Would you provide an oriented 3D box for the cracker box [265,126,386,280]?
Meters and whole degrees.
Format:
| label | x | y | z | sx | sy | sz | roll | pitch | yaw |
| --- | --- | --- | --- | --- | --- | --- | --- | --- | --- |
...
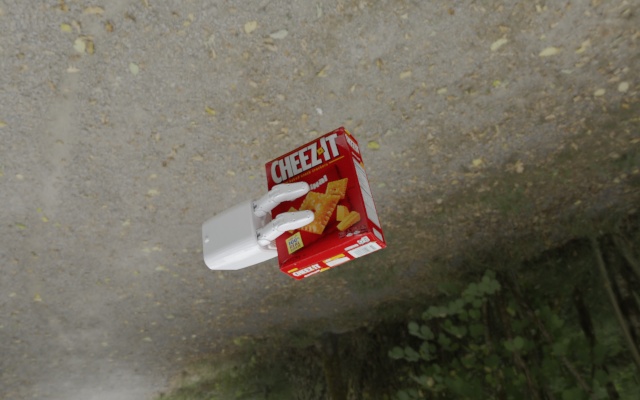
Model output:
| label | x | y | z | sx | sy | sz | roll | pitch | yaw |
| --- | --- | --- | --- | --- | --- | --- | --- | --- | --- |
| cracker box | 0.000 | 0.003 | 0.798 | 0.164 | 0.213 | 0.072 | -23 | -33 | 18 |
